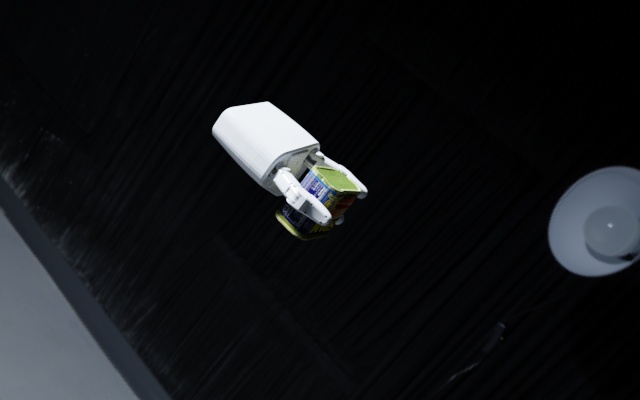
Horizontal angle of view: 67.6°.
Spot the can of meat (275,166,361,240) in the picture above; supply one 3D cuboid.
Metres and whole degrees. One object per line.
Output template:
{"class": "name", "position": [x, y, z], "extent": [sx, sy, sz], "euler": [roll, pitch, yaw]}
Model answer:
{"class": "can of meat", "position": [0.000, 0.002, 0.650], "extent": [0.057, 0.084, 0.102], "euler": [44, 18, 19]}
